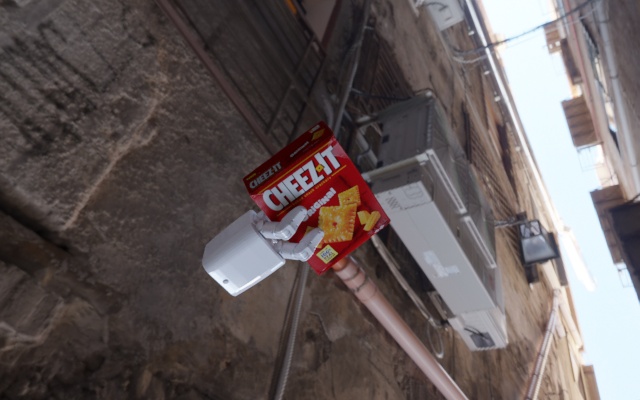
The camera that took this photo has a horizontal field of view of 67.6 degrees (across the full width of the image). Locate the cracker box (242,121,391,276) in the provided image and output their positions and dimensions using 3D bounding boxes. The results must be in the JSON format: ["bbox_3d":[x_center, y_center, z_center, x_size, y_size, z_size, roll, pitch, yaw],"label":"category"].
[{"bbox_3d":[0.000,0.003,0.806,0.164,0.214,0.072,-36,34,1],"label":"cracker box"}]
